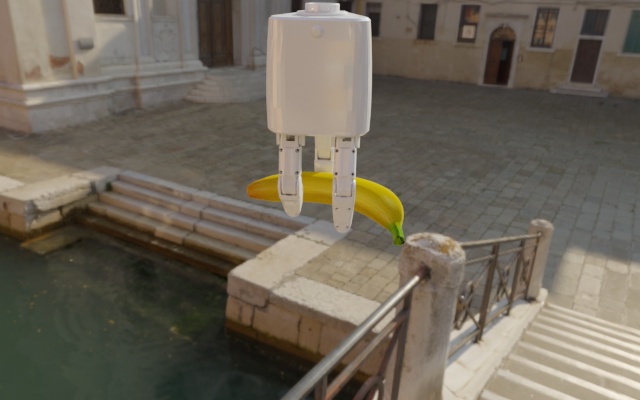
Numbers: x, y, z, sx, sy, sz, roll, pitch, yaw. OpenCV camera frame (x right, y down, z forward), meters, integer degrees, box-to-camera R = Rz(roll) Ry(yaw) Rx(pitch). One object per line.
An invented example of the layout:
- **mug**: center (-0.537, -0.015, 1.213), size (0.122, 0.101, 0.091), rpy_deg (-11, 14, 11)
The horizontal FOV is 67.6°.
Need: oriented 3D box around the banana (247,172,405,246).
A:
- **banana**: center (0.012, -0.005, 0.536), size (0.198, 0.037, 0.069), rpy_deg (15, 32, 26)
